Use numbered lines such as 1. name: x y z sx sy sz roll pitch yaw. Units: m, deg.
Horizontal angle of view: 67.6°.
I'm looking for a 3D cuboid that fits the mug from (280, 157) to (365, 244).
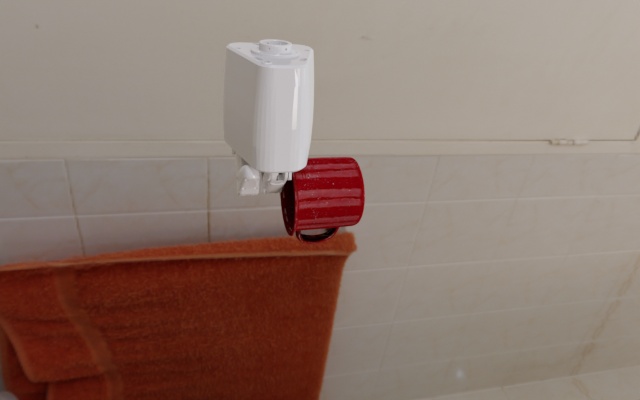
1. mug: 0.000 0.003 0.557 0.081 0.117 0.093 -4 31 -14
